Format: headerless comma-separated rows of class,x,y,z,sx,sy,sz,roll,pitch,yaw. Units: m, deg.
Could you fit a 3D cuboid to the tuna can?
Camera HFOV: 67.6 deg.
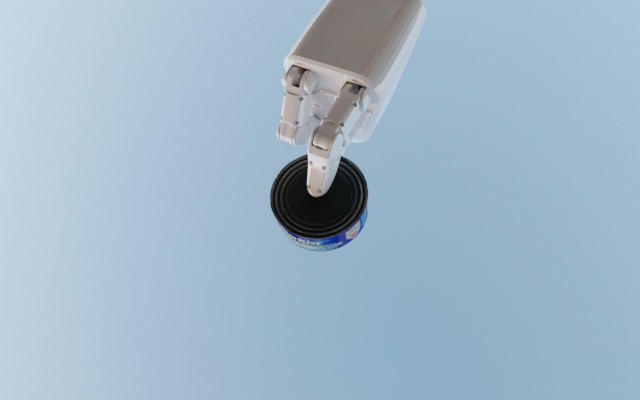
tuna can,0.000,0.002,0.427,0.086,0.086,0.034,0,-28,7
